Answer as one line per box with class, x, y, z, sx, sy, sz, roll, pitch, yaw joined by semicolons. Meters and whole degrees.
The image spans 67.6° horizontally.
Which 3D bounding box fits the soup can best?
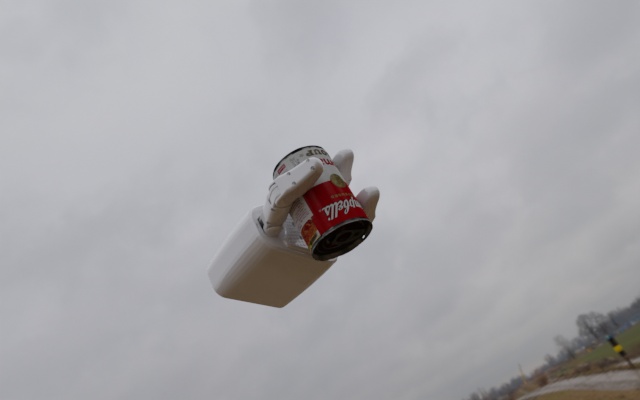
soup can;0.000;0.001;0.494;0.068;0.102;0.068;-22;-29;-13
